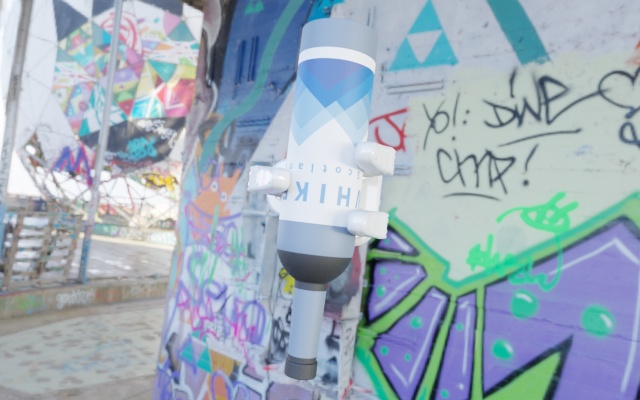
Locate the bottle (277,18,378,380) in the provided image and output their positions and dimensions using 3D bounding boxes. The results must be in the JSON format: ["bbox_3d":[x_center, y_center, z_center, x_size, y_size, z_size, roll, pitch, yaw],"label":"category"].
[{"bbox_3d":[0.000,0.001,0.409,0.069,0.295,0.069,7,-2,0],"label":"bottle"}]
